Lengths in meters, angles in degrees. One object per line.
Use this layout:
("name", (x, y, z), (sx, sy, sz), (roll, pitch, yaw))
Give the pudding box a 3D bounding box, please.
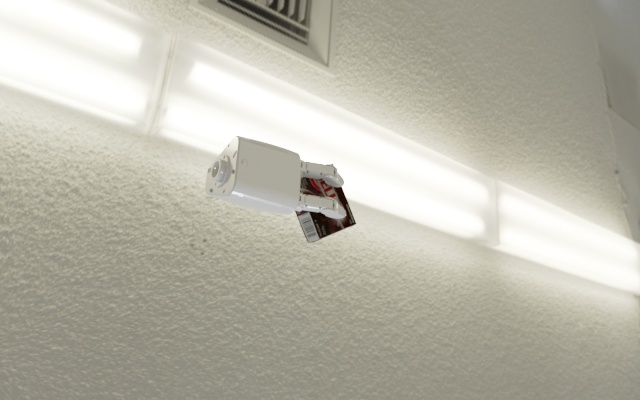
("pudding box", (0.000, 0.003, 0.778), (0.090, 0.113, 0.039), (-19, -1, -42))
